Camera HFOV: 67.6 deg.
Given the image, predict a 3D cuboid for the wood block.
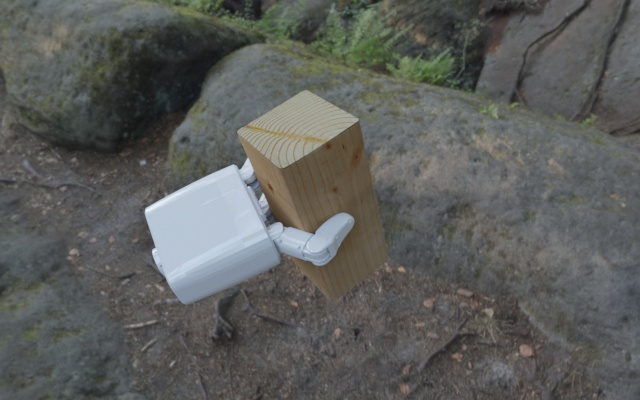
[{"bbox_3d":[0.000,0.002,0.518,0.090,0.206,0.090,-34,45,-17],"label":"wood block"}]
